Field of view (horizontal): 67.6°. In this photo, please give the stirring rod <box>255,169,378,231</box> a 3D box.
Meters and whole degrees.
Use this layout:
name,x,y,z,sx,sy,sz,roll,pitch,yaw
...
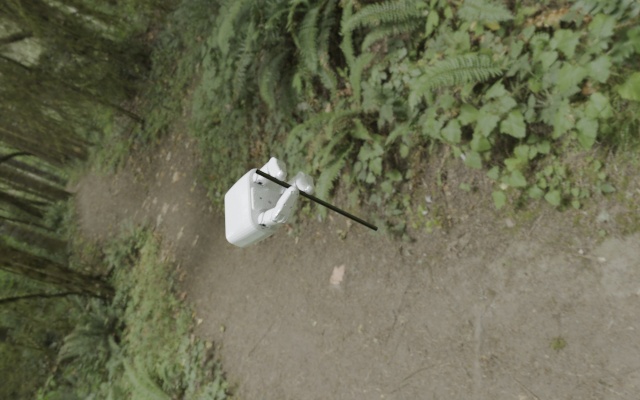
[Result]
name,x,y,z,sx,sy,sz,roll,pitch,yaw
stirring rod,0.000,0.003,0.779,0.239,0.011,0.011,26,-12,-26
